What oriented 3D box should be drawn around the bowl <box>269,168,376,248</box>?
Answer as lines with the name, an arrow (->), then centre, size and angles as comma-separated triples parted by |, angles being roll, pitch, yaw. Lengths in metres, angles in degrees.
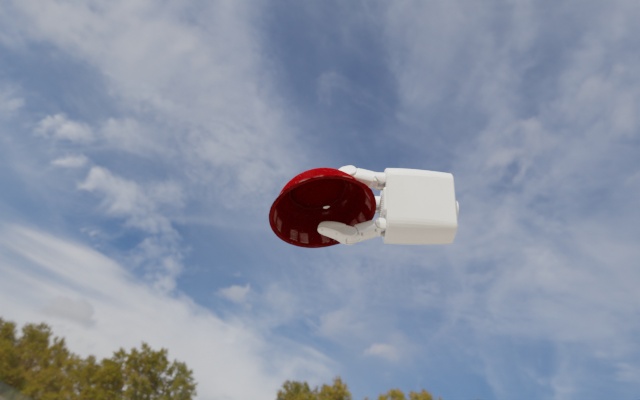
bowl -> -0.001, 0.002, 0.722 | 0.162, 0.055, 0.162 | -7, -42, -6
